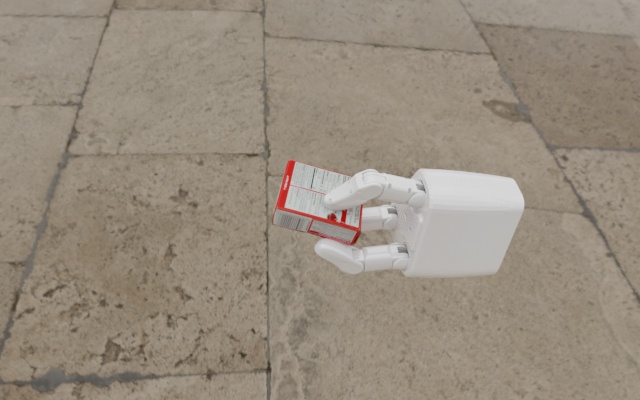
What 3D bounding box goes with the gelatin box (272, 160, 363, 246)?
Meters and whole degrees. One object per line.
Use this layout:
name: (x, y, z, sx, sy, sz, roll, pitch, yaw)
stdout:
gelatin box: (0.000, 0.001, 0.497, 0.089, 0.073, 0.030, 15, -43, -6)
